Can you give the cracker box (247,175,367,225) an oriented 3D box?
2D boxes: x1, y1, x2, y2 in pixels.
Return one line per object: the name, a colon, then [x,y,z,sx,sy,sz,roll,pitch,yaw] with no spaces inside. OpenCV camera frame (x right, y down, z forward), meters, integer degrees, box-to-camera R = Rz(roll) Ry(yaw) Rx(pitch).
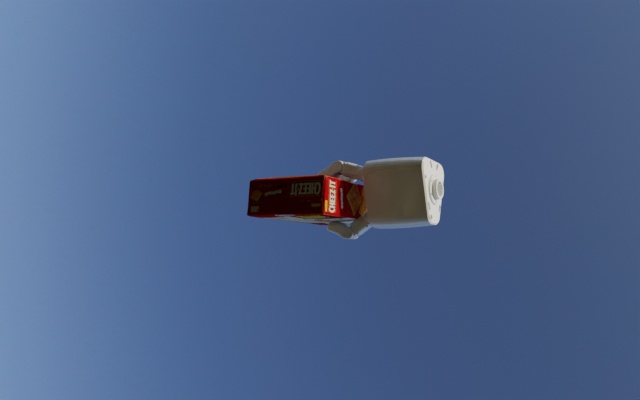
cracker box: [0.000,0.003,0.867,0.164,0.072,0.214,-3,-8,34]
